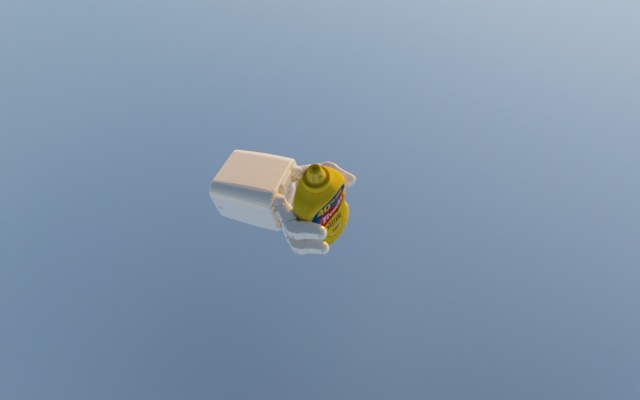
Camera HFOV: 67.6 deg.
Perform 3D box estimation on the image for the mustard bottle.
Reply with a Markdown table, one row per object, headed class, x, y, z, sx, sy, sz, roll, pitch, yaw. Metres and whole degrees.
| class | x | y | z | sx | sy | sz | roll | pitch | yaw |
| --- | --- | --- | --- | --- | --- | --- | --- | --- | --- |
| mustard bottle | 0.000 | 0.003 | 0.732 | 0.058 | 0.096 | 0.192 | 36 | -20 | 23 |
